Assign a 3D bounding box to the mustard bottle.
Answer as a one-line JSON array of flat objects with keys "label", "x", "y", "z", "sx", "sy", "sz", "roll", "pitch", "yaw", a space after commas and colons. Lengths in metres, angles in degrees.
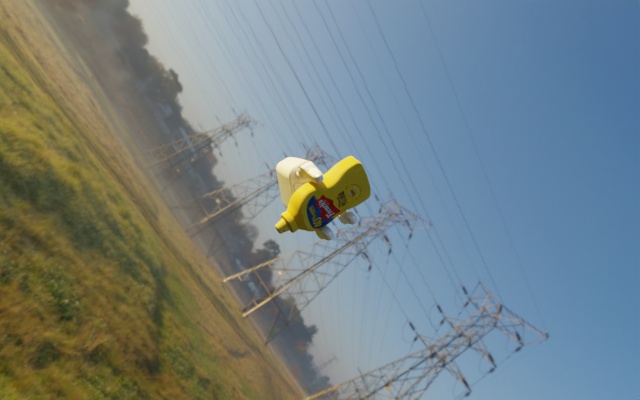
[{"label": "mustard bottle", "x": 0.001, "y": 0.003, "z": 0.885, "sx": 0.191, "sy": 0.096, "sz": 0.058, "roll": -32, "pitch": 44, "yaw": -13}]
